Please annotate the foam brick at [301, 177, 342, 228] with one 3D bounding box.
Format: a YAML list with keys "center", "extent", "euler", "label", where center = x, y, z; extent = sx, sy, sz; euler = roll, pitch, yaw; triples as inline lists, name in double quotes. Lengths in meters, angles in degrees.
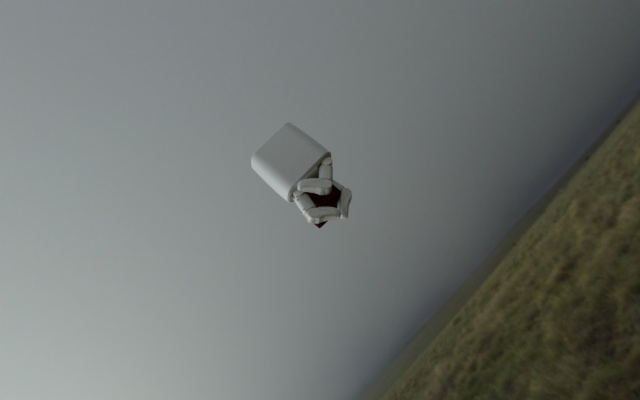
- center: [0.000, 0.003, 0.890]
  extent: [0.053, 0.051, 0.078]
  euler: [-41, -20, -27]
  label: "foam brick"
